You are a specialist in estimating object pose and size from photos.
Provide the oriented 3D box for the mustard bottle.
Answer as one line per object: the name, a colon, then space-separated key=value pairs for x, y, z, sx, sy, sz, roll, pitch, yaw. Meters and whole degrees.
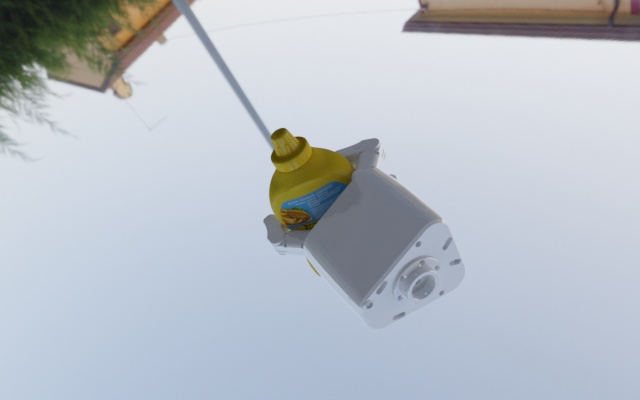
mustard bottle: x=0.000 y=0.002 z=0.509 sx=0.096 sy=0.192 sz=0.058 roll=-22 pitch=39 yaw=12
